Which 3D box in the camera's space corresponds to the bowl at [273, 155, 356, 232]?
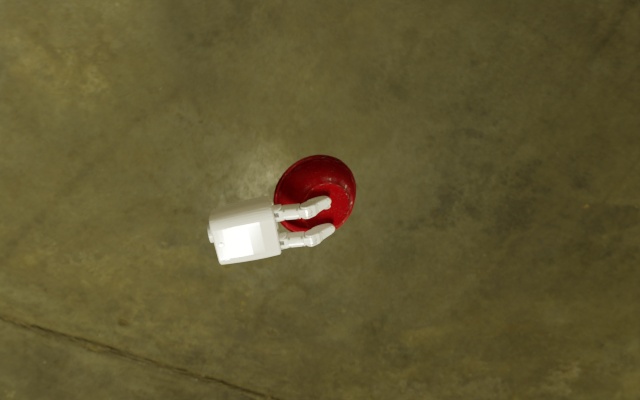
[{"bbox_3d":[0.001,0.002,0.853,0.162,0.162,0.055,0,22,-22],"label":"bowl"}]
